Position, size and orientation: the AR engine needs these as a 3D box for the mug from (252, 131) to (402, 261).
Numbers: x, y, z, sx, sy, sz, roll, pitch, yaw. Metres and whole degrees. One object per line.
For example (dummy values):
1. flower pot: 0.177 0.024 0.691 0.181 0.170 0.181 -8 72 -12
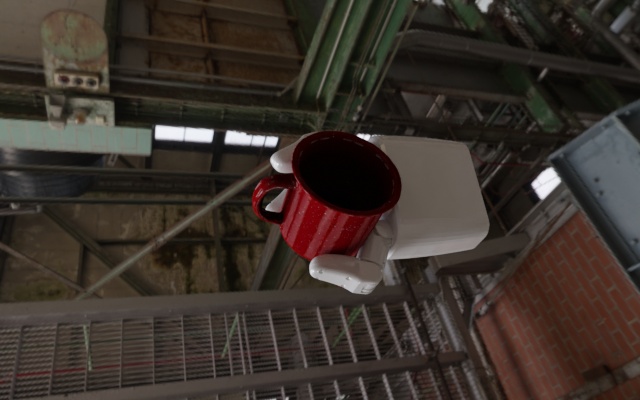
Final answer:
1. mug: -0.001 0.002 0.407 0.117 0.093 0.082 -1 -39 -22
